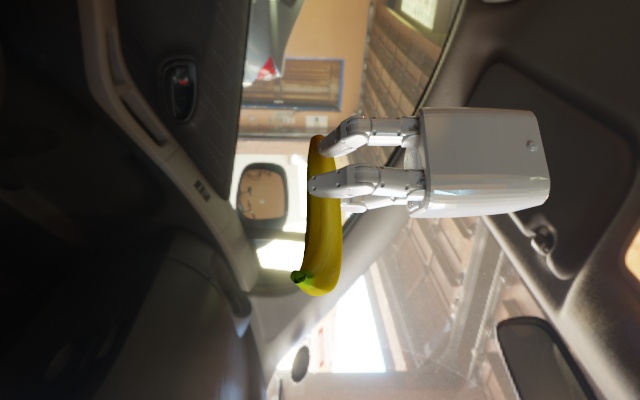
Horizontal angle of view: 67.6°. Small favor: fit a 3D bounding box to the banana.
[{"bbox_3d":[0.001,0.018,0.447,0.037,0.070,0.197,-2,41,5],"label":"banana"}]
